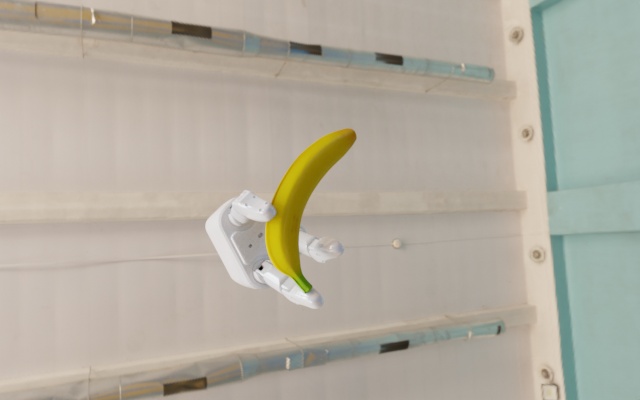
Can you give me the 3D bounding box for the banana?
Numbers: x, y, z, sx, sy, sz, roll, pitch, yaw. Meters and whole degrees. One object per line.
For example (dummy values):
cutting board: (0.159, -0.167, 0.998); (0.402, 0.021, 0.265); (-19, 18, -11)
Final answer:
banana: (-0.017, -0.002, 0.532); (0.069, 0.197, 0.037); (23, -16, -18)
